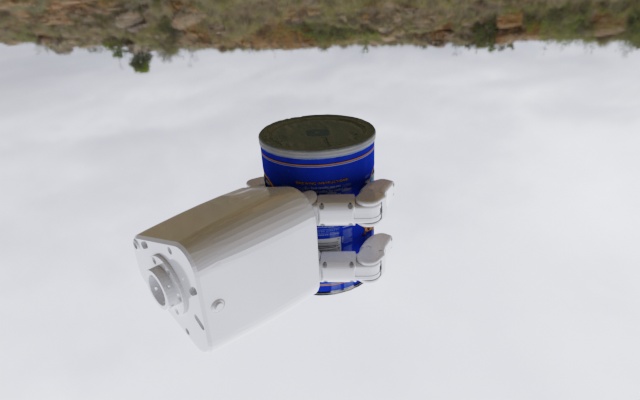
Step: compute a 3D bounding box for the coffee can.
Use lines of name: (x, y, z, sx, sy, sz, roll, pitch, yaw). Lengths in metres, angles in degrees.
coffee can: (0.000, 0.001, 0.447, 0.103, 0.140, 0.102, -2, 26, 1)
